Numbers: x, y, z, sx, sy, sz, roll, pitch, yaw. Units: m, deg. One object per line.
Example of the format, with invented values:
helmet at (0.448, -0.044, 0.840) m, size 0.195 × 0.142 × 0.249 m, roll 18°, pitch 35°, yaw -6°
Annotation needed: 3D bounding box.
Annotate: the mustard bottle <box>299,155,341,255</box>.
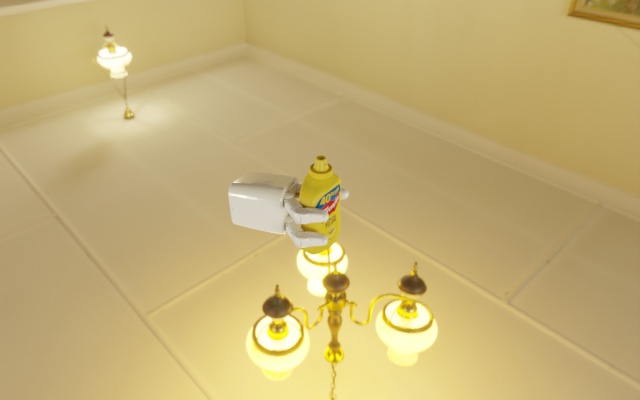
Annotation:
mustard bottle at (0.000, 0.003, 0.880) m, size 0.058 × 0.192 × 0.096 m, roll 26°, pitch 43°, yaw 30°
